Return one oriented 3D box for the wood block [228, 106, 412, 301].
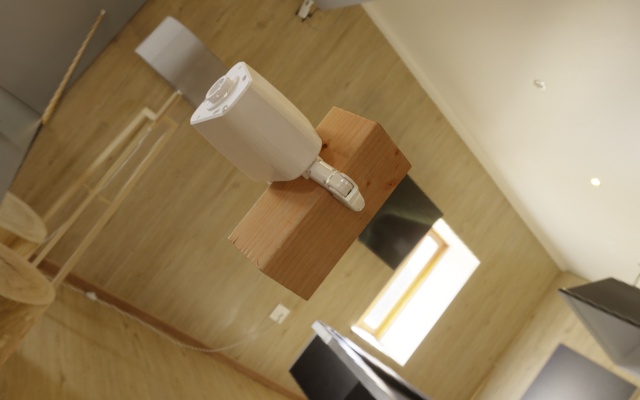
[{"bbox_3d":[0.000,0.002,0.573,0.090,0.206,0.090,33,-7,47],"label":"wood block"}]
